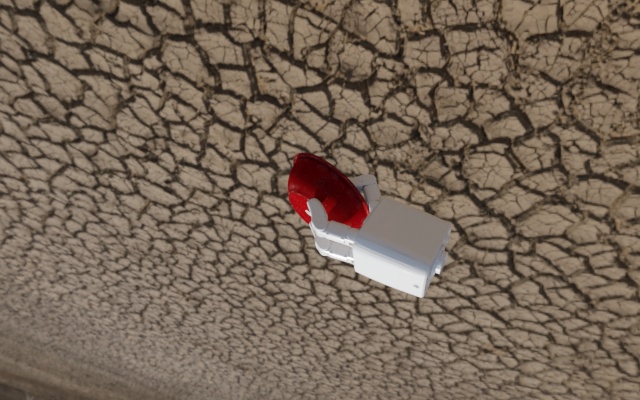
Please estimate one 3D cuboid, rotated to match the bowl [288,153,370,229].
[{"bbox_3d":[-0.001,0.002,0.757,0.055,0.162,0.162,-46,19,-20],"label":"bowl"}]
